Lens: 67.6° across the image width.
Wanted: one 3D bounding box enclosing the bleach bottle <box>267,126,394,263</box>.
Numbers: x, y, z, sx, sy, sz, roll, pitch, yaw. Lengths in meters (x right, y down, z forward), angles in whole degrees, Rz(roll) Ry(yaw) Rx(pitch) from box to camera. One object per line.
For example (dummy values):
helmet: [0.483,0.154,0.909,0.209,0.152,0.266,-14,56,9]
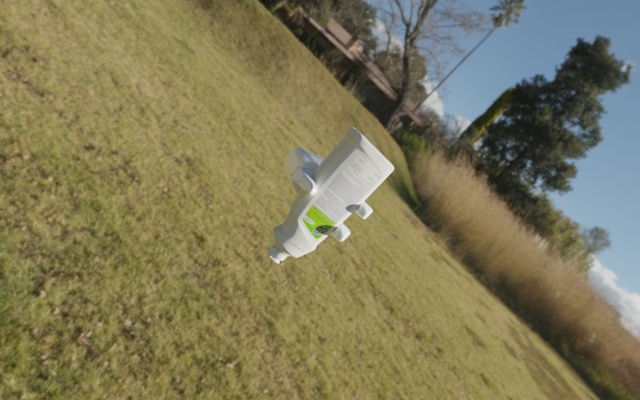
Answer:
bleach bottle: [0.000,0.003,0.792,0.102,0.251,0.068,41,8,-25]
